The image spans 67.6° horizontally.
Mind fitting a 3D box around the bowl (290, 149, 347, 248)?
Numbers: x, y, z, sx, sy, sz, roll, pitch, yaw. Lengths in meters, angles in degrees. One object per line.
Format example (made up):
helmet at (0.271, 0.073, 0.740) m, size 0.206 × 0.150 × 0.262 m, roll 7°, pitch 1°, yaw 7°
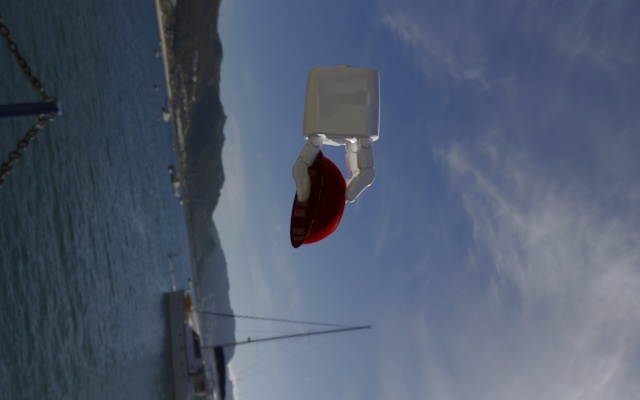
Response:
bowl at (0.000, 0.004, 0.761) m, size 0.055 × 0.162 × 0.162 m, roll 14°, pitch -4°, yaw -15°
